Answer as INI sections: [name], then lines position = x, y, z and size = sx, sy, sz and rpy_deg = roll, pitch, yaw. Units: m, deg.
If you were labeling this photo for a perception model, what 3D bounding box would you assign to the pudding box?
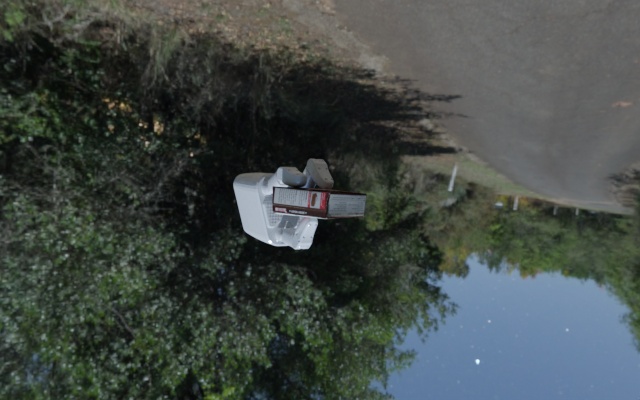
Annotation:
[pudding box]
position = 0.000, 0.002, 0.662
size = 0.090, 0.039, 0.113
rpy_deg = 5, 4, 30
